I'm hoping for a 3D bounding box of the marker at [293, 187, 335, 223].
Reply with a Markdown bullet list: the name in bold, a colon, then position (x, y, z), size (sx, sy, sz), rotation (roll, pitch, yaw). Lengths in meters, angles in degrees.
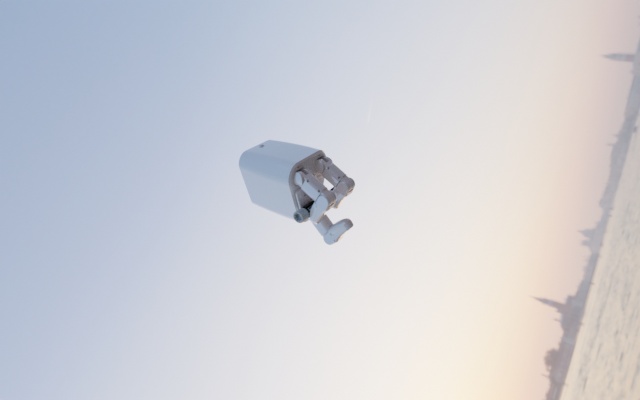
- **marker**: position (0.000, 0.002, 0.747), size (0.020, 0.020, 0.121), rotation (0, 22, 37)
